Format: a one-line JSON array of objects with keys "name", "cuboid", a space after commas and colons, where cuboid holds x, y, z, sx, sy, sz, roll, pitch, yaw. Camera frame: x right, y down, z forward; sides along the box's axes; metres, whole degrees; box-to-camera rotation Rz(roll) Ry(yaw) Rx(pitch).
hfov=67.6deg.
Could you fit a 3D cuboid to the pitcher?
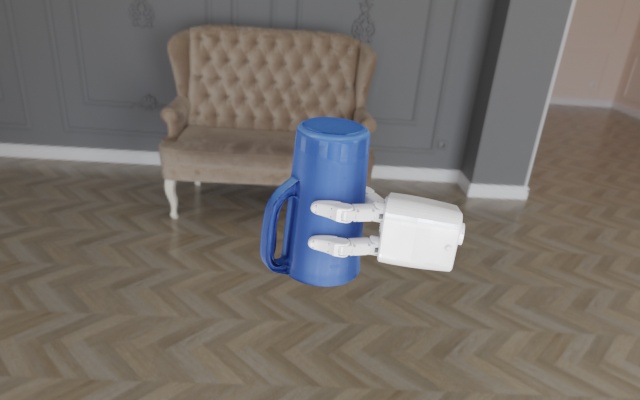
[{"name": "pitcher", "cuboid": [0.000, 0.002, 0.734, 0.145, 0.243, 0.149, 11, 25, 12]}]
